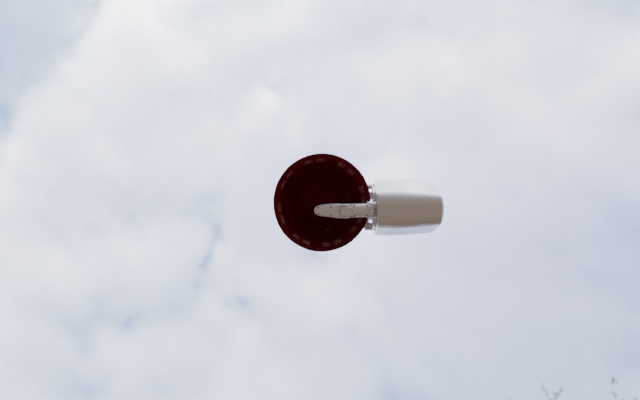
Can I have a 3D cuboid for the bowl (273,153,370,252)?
[{"bbox_3d":[-0.001,0.002,0.808,0.162,0.162,0.055,0,3,-8],"label":"bowl"}]
